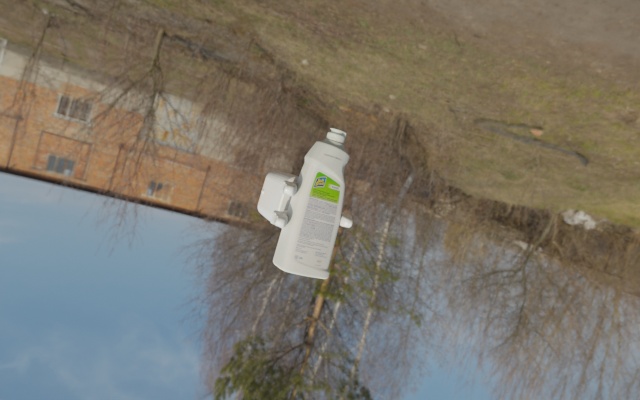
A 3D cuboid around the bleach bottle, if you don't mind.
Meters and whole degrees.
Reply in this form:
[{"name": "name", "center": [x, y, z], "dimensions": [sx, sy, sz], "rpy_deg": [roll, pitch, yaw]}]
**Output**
[{"name": "bleach bottle", "center": [0.000, 0.003, 0.821], "dimensions": [0.102, 0.251, 0.068], "rpy_deg": [15, 4, -31]}]
